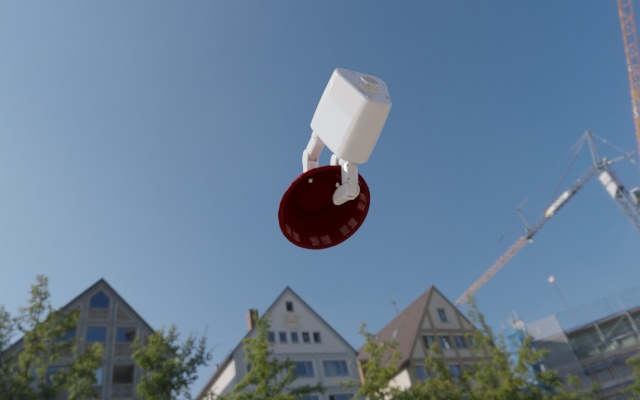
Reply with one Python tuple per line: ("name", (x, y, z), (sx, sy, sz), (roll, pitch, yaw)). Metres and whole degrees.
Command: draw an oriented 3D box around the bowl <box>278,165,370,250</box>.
("bowl", (-0.001, 0.004, 0.808), (0.162, 0.162, 0.055), (0, 29, -22))
